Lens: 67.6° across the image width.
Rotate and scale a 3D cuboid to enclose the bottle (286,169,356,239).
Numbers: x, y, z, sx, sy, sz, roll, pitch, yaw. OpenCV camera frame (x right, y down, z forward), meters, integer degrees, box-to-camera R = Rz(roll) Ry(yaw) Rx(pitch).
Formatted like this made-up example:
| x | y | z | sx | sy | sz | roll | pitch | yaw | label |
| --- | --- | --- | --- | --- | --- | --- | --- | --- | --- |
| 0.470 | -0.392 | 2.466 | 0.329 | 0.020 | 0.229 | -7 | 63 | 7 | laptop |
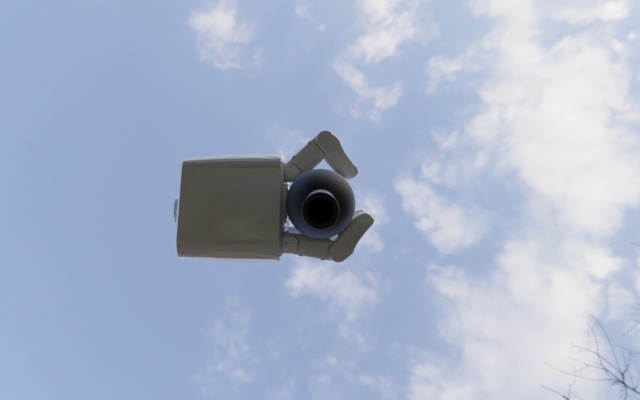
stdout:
| x | y | z | sx | sy | sz | roll | pitch | yaw | label |
| --- | --- | --- | --- | --- | --- | --- | --- | --- | --- |
| 0.000 | 0.002 | 0.490 | 0.069 | 0.069 | 0.295 | 0 | 2 | 0 | bottle |
